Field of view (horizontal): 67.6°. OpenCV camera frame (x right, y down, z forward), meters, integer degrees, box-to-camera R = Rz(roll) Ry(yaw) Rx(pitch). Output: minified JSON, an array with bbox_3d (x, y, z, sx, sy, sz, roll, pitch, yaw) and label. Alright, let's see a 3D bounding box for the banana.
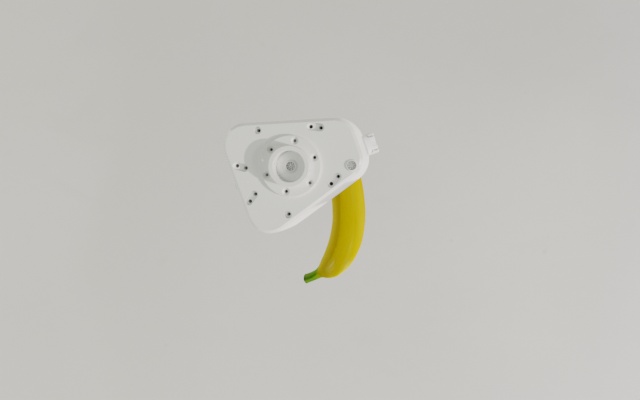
[{"bbox_3d":[0.018,0.007,0.551,0.069,0.198,0.037,6,8,8],"label":"banana"}]
